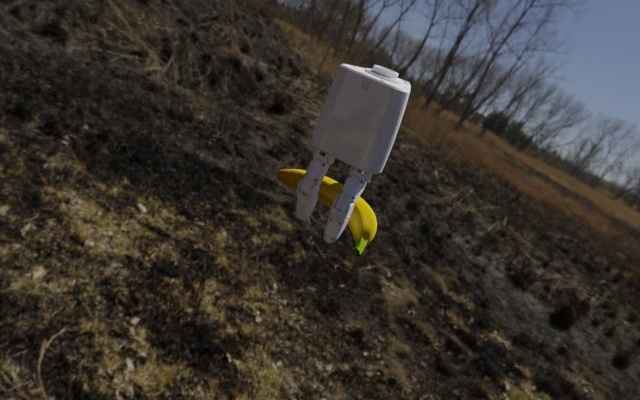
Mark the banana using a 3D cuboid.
[{"bbox_3d":[0.017,0.001,0.658,0.069,0.037,0.197,-10,37,-36],"label":"banana"}]
